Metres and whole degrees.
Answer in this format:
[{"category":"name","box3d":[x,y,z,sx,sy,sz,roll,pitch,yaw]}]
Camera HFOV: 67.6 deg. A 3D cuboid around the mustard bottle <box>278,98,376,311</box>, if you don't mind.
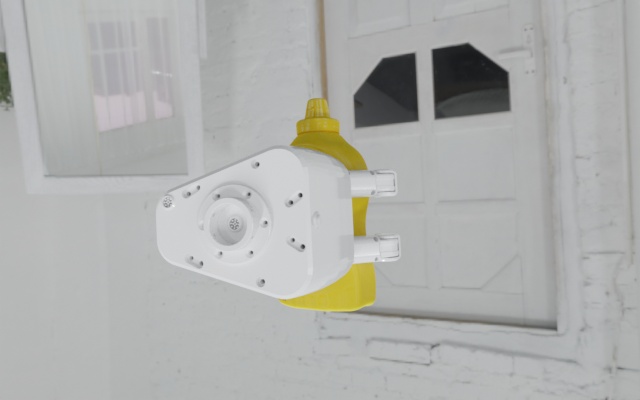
[{"category":"mustard bottle","box3d":[0.000,0.002,0.444,0.096,0.191,0.058,-4,-2,39]}]
